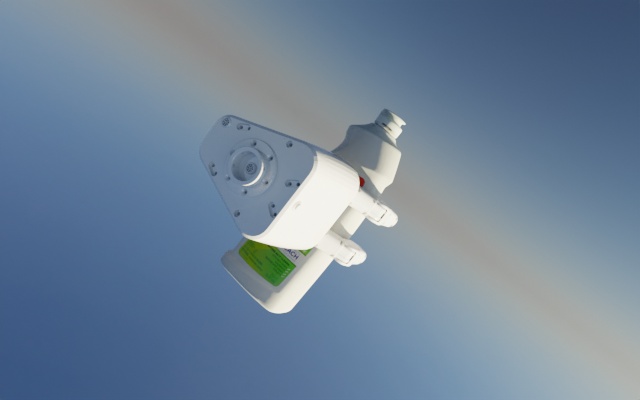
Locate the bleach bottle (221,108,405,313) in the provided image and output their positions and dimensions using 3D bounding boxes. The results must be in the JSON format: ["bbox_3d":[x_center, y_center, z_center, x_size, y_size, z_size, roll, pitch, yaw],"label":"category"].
[{"bbox_3d":[0.000,0.002,0.540,0.102,0.251,0.068,40,8,22],"label":"bleach bottle"}]
